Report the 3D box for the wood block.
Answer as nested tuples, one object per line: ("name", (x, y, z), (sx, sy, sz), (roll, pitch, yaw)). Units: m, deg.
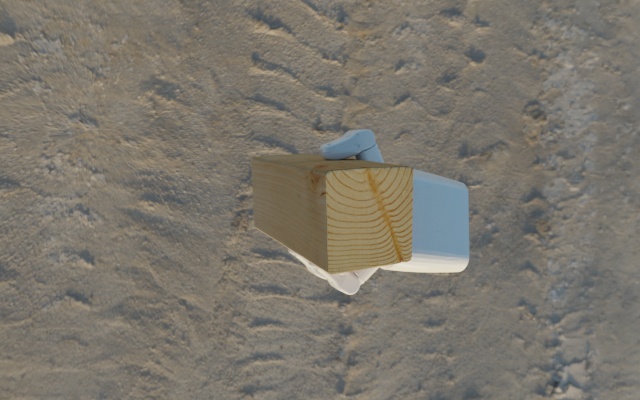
("wood block", (0.000, 0.001, 0.506), (0.090, 0.091, 0.206), (-5, 10, -25))
